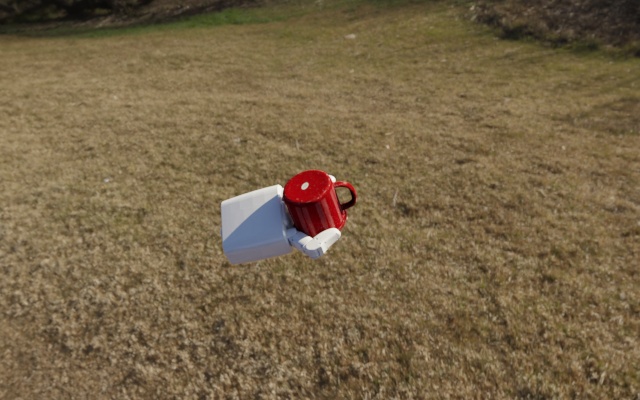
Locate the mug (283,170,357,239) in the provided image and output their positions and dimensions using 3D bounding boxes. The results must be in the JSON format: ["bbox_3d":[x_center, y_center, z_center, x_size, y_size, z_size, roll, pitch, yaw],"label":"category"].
[{"bbox_3d":[0.001,0.002,0.764,0.117,0.082,0.093,-15,42,7],"label":"mug"}]
